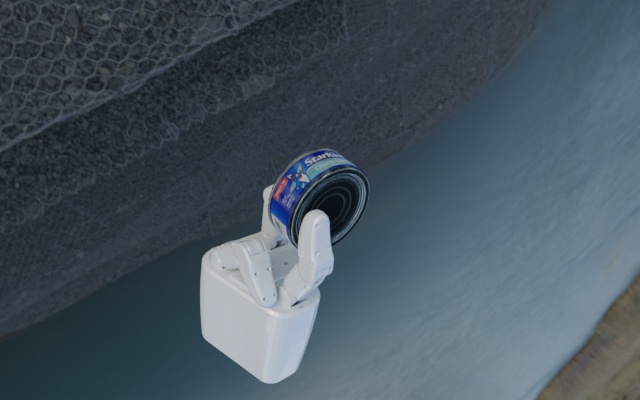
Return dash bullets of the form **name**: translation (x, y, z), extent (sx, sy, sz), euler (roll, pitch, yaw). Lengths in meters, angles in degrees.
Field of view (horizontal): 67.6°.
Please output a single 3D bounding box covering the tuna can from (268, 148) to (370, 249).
- **tuna can**: translation (0.000, 0.002, 0.405), extent (0.086, 0.086, 0.033), euler (0, 30, -44)
